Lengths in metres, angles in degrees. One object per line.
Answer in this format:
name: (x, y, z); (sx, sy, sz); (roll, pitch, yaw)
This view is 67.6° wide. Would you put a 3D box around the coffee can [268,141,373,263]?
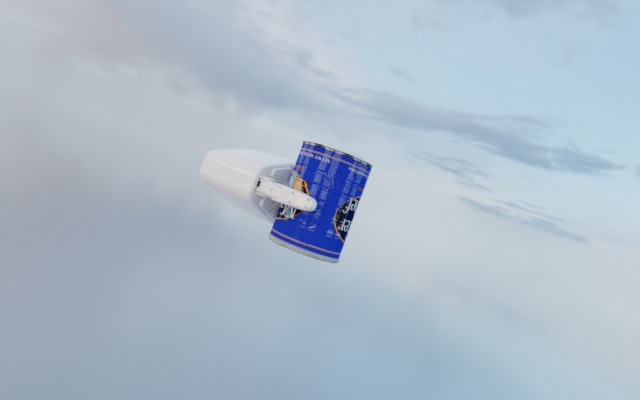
coffee can: (0.000, 0.002, 0.653); (0.103, 0.140, 0.103); (20, 1, 0)
